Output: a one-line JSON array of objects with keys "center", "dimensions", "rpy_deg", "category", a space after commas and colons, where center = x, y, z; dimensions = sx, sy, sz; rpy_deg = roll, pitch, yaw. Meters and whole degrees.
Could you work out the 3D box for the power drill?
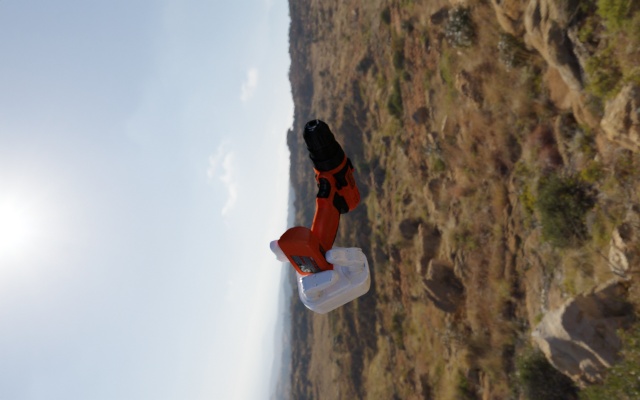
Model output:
[{"center": [0.000, 0.003, 0.692], "dimensions": [0.057, 0.187, 0.185], "rpy_deg": [2, -37, 28], "category": "power drill"}]
